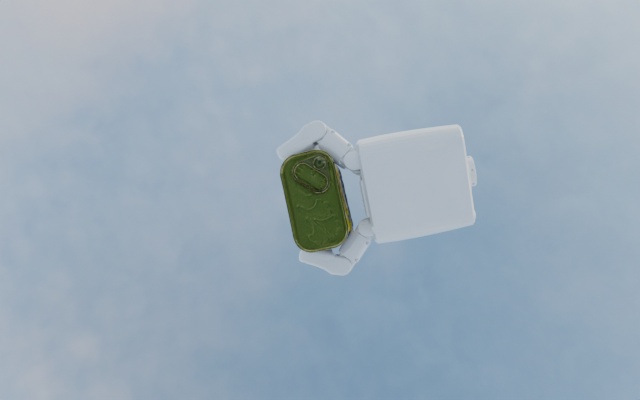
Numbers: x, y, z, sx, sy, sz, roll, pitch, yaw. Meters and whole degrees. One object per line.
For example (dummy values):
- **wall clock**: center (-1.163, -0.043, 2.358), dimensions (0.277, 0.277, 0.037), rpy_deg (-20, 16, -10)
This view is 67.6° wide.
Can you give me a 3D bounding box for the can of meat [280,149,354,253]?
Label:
- **can of meat**: center (0.000, 0.002, 0.521), dimensions (0.057, 0.102, 0.084), rpy_deg (-13, -4, 9)
